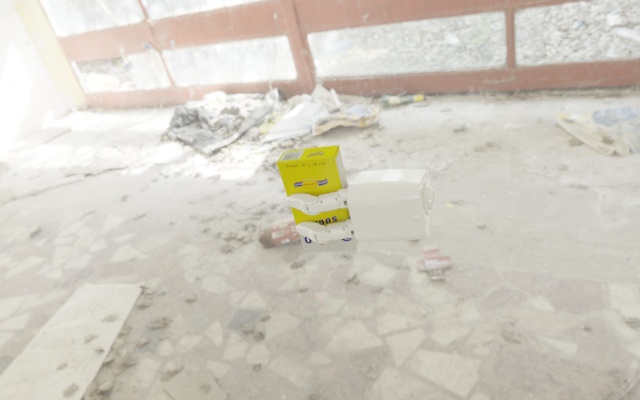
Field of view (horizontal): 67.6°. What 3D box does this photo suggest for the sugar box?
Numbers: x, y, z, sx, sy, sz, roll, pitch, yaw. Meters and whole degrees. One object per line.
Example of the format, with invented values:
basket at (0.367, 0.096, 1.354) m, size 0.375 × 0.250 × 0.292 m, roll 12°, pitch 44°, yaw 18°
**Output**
sugar box at (0.000, 0.003, 0.753) m, size 0.093 × 0.176 × 0.048 m, roll -4°, pitch 31°, yaw 19°
